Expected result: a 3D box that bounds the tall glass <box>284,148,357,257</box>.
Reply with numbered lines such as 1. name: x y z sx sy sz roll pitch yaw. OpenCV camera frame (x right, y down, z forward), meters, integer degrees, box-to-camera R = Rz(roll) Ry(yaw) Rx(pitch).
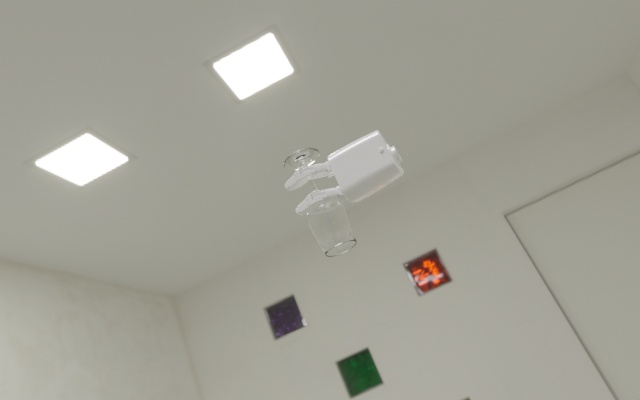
1. tall glass: 0.000 0.002 0.895 0.079 0.201 0.079 -20 -23 -9
